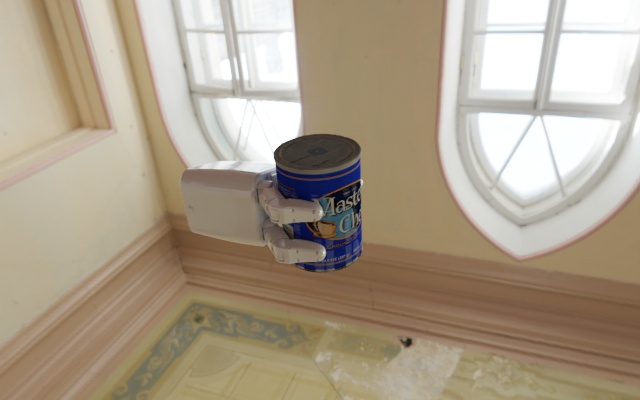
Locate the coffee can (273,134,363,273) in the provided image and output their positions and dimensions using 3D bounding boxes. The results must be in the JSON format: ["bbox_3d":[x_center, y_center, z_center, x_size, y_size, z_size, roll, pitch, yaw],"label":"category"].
[{"bbox_3d":[0.000,0.002,0.588,0.103,0.140,0.102,-3,29,2],"label":"coffee can"}]
